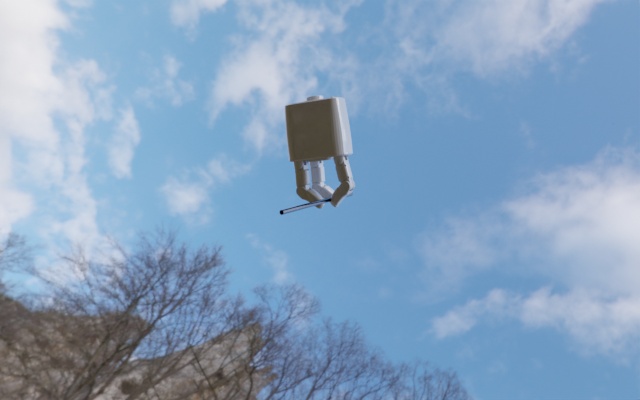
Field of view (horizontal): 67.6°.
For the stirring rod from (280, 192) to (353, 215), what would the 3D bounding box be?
[{"bbox_3d":[0.000,0.003,0.862,0.011,0.011,0.239,0,8,31],"label":"stirring rod"}]
